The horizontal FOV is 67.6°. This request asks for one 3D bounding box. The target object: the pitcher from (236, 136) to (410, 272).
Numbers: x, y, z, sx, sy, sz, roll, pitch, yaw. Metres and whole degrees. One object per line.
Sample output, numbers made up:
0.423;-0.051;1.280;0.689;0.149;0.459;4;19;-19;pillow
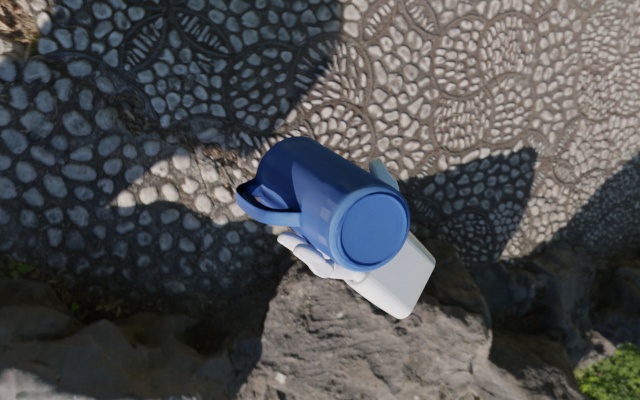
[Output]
0.000;0.002;0.633;0.145;0.149;0.242;41;-3;-30;pitcher
